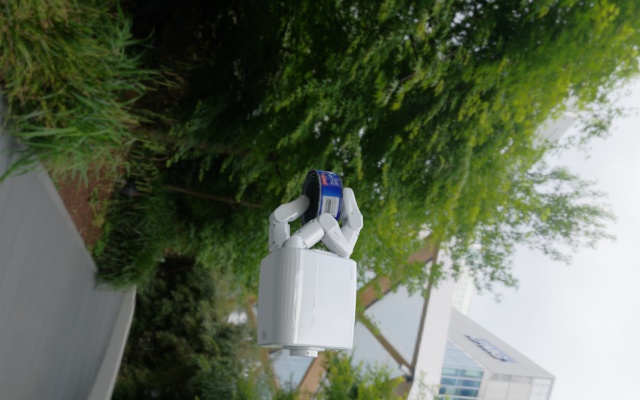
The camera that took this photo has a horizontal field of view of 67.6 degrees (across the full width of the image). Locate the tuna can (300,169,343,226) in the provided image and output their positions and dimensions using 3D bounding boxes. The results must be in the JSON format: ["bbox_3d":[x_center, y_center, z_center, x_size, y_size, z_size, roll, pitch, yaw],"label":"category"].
[{"bbox_3d":[0.001,0.002,0.642,0.034,0.086,0.086,6,-2,-18],"label":"tuna can"}]
